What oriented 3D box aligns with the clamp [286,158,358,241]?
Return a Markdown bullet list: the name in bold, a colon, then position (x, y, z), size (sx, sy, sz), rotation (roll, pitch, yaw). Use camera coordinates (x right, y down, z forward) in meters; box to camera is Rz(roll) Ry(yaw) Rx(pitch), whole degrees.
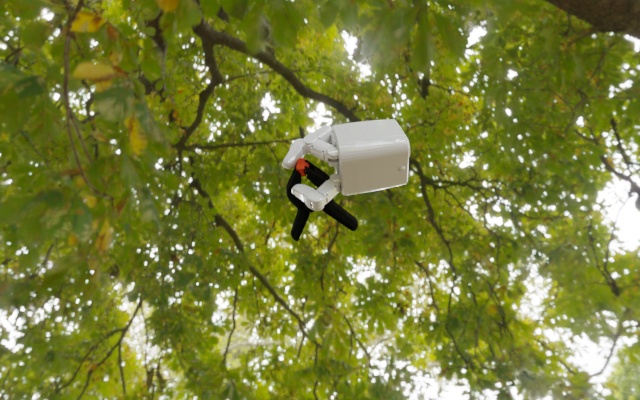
- **clamp**: position (0.000, 0.002, 0.799), size (0.120, 0.172, 0.039), rotation (-9, 45, -1)
